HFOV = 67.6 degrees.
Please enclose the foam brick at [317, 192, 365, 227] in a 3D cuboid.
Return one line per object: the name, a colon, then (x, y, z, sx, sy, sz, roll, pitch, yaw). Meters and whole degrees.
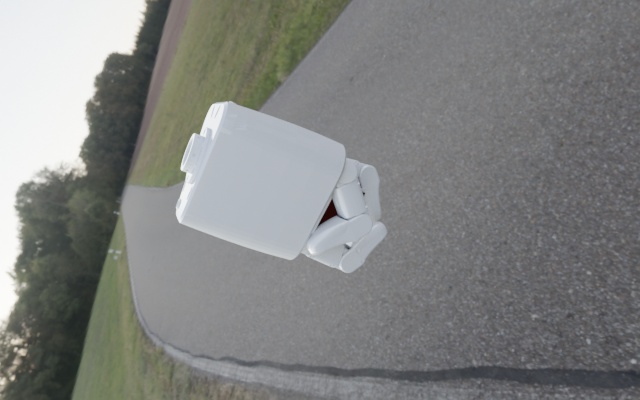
foam brick: (0.000, 0.002, 0.484, 0.051, 0.053, 0.078, 19, 3, -23)
